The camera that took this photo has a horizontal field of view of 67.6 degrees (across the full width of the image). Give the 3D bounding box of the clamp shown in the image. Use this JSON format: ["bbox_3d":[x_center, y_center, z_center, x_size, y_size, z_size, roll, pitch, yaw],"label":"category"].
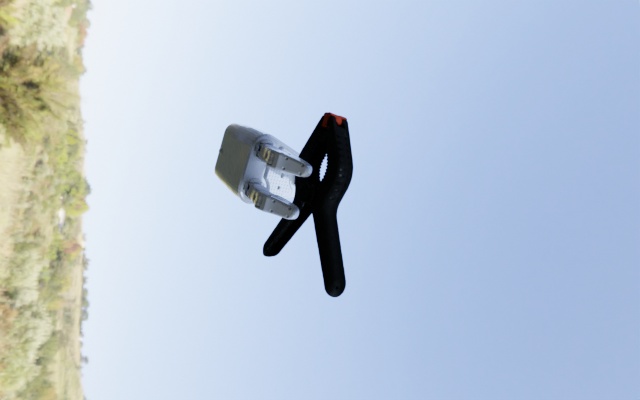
[{"bbox_3d":[0.001,0.001,0.576,0.036,0.210,0.164,10,13,-38],"label":"clamp"}]
